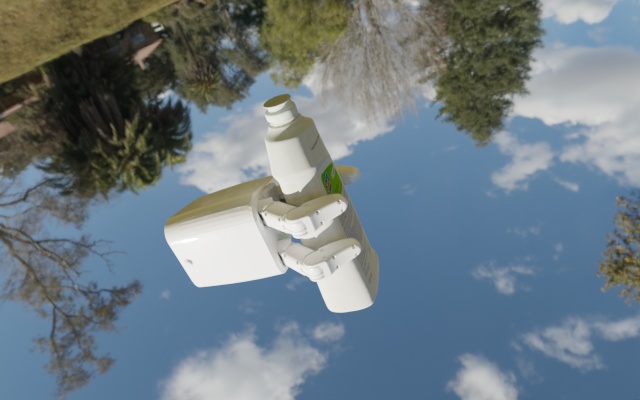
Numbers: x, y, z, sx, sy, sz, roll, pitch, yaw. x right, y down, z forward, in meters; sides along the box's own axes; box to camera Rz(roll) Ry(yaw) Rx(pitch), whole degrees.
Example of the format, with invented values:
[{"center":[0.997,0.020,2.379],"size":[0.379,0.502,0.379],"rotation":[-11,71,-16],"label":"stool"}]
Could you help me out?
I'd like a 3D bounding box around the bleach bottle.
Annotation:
[{"center":[0.000,0.002,0.519],"size":[0.068,0.251,0.102],"rotation":[-13,32,15],"label":"bleach bottle"}]
